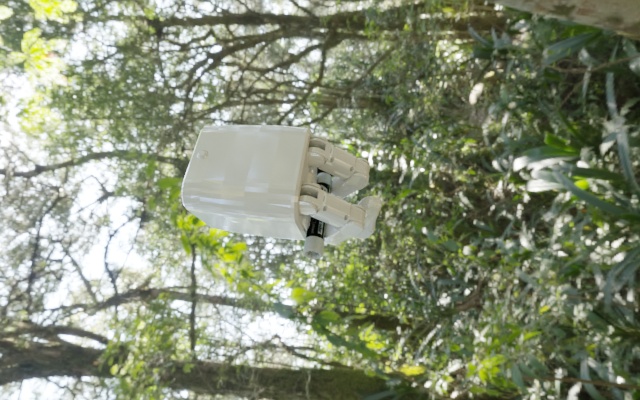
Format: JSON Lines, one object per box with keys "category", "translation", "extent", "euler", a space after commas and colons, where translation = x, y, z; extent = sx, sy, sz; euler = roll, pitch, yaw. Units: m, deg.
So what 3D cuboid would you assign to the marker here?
{"category": "marker", "translation": [0.000, 0.002, 0.481], "extent": [0.020, 0.121, 0.020], "euler": [6, -34, 4]}
